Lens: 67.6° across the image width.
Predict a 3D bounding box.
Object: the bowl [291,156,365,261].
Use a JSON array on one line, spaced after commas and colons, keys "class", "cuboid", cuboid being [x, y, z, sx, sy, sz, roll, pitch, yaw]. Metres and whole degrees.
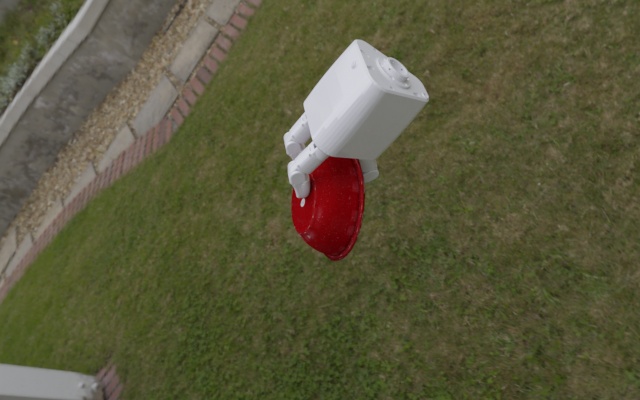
[{"class": "bowl", "cuboid": [-0.001, 0.003, 0.662, 0.055, 0.162, 0.162, 4, -2, -23]}]
